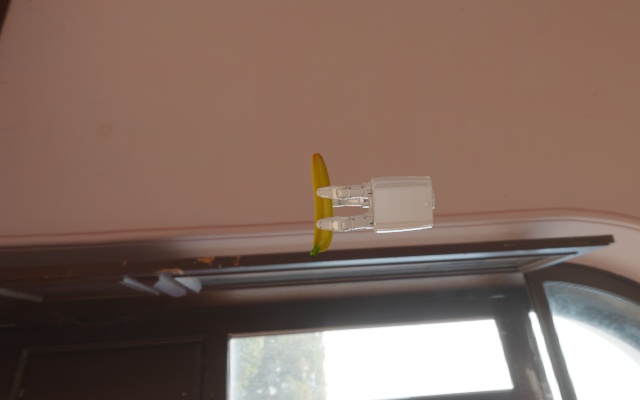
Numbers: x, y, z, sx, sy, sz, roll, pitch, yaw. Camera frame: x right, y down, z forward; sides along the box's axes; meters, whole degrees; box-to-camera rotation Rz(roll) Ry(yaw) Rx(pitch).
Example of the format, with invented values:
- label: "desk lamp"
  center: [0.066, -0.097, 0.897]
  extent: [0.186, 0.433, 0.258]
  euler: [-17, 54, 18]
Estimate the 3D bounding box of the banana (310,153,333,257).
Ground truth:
- label: "banana"
  center: [0.003, 0.011, 0.899]
  extent: [0.037, 0.197, 0.070]
  euler: [-4, -17, 9]
